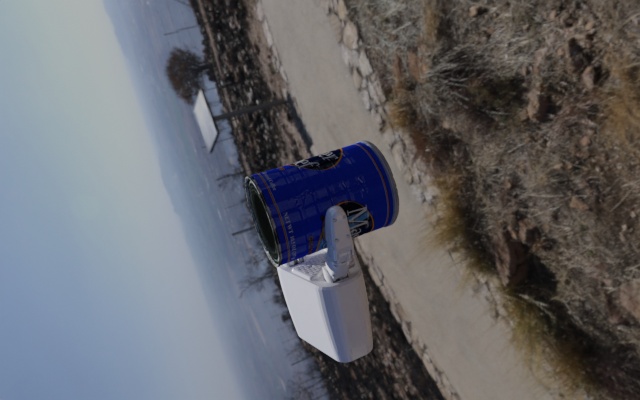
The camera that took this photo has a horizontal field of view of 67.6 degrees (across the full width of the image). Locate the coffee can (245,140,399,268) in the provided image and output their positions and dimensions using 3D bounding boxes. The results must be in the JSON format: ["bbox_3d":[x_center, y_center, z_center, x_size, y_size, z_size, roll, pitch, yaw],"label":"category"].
[{"bbox_3d":[0.000,0.002,0.528,0.140,0.103,0.103,-19,6,-17],"label":"coffee can"}]
